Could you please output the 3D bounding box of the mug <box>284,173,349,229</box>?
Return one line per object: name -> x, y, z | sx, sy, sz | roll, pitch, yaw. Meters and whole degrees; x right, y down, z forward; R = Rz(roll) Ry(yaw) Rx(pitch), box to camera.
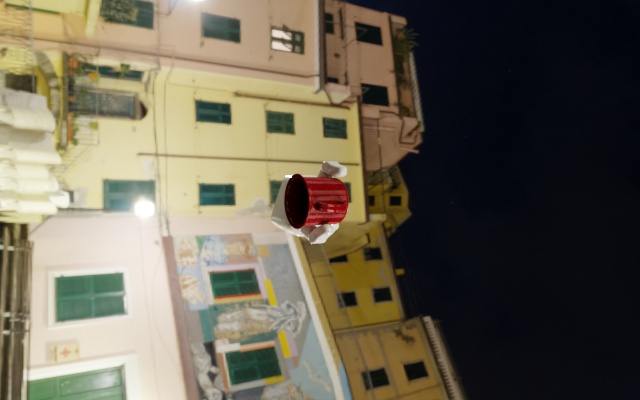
mug -> 0.001, 0.003, 0.803 | 0.081, 0.093, 0.117 | -1, 7, -30
